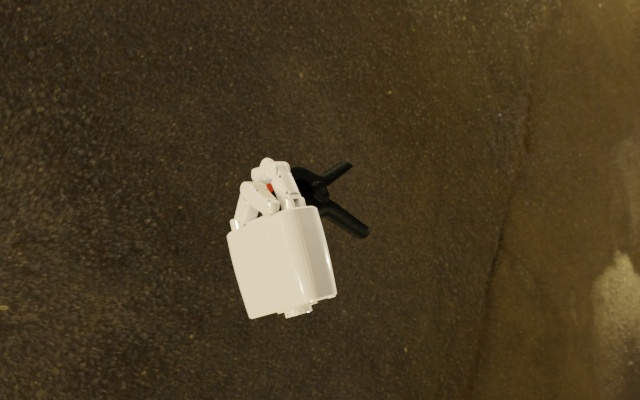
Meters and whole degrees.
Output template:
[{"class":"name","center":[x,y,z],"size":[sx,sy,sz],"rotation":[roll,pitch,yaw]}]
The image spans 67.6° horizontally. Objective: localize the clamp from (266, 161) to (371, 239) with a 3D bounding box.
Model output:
[{"class":"clamp","center":[0.000,0.002,0.647],"size":[0.171,0.120,0.039],"rotation":[-6,-25,-41]}]
